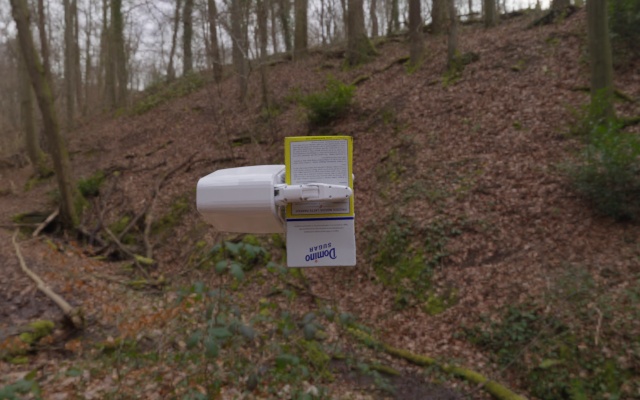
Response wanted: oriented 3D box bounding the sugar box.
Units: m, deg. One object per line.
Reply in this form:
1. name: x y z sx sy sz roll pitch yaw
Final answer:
1. sugar box: 0.000 0.002 0.652 0.093 0.176 0.048 -1 -3 4
